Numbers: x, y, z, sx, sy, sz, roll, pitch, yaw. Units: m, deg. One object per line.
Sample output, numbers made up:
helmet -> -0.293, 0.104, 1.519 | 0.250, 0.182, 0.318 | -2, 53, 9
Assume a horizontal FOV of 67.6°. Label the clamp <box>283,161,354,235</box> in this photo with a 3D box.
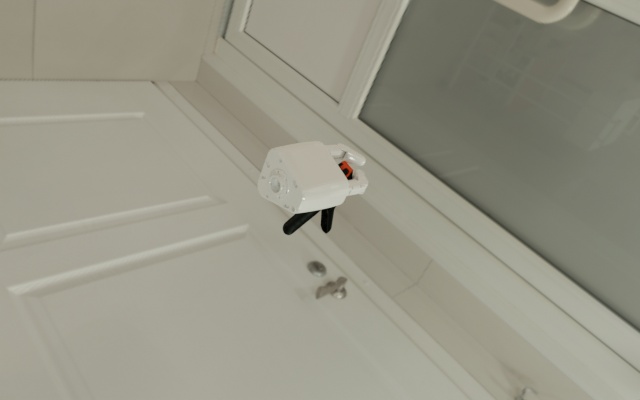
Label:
clamp -> 0.001, 0.003, 0.884 | 0.120, 0.171, 0.039 | -13, 47, -45
